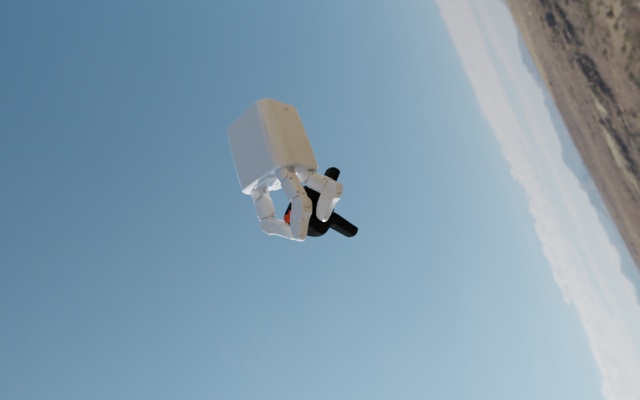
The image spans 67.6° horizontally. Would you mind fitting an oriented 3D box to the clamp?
[{"bbox_3d":[0.000,0.003,0.742,0.039,0.120,0.171,-24,-13,28],"label":"clamp"}]
